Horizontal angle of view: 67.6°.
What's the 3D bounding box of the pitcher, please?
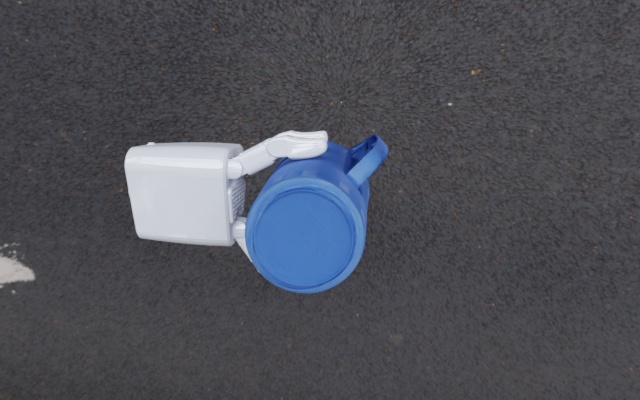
[{"bbox_3d":[0.000,0.002,0.528,0.145,0.149,0.242,5,12,2],"label":"pitcher"}]
